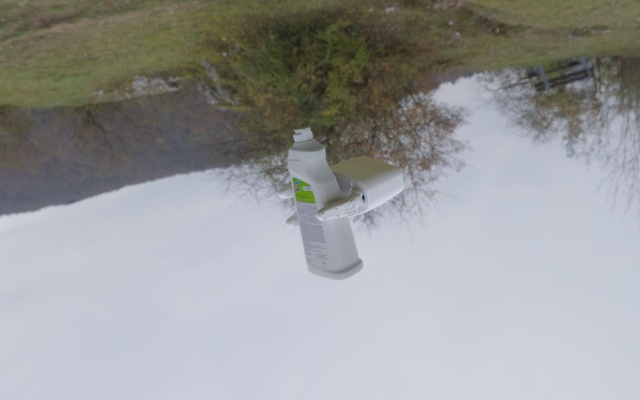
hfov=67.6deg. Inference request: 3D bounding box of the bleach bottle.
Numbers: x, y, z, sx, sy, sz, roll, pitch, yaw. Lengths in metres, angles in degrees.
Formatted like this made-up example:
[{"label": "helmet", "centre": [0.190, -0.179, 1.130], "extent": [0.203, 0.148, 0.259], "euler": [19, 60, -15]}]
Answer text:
[{"label": "bleach bottle", "centre": [0.000, 0.003, 0.795], "extent": [0.068, 0.251, 0.102], "euler": [-24, 19, -39]}]
